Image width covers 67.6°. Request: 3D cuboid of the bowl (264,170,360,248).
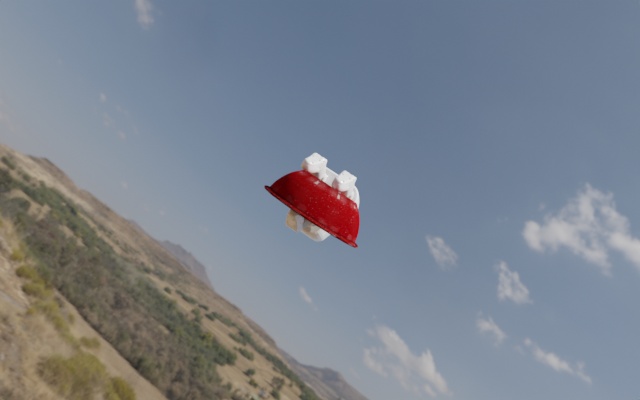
[{"bbox_3d":[0.000,0.002,0.692,0.162,0.055,0.162,33,2,-1],"label":"bowl"}]
